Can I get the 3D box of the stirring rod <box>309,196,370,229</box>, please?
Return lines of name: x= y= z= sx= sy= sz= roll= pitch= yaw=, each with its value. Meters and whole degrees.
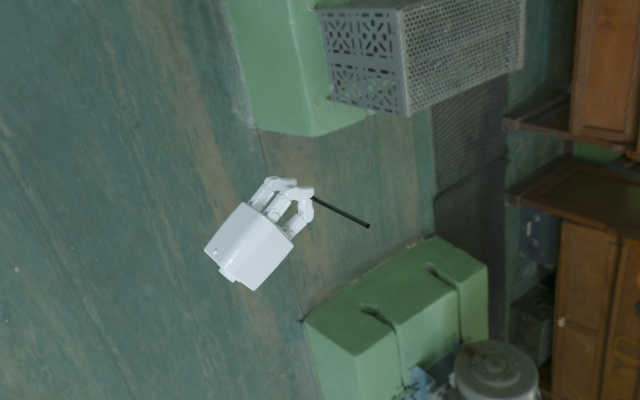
stirring rod: x=0.000 y=0.003 z=0.790 sx=0.011 sy=0.011 sz=0.239 roll=0 pitch=17 yaw=-37
